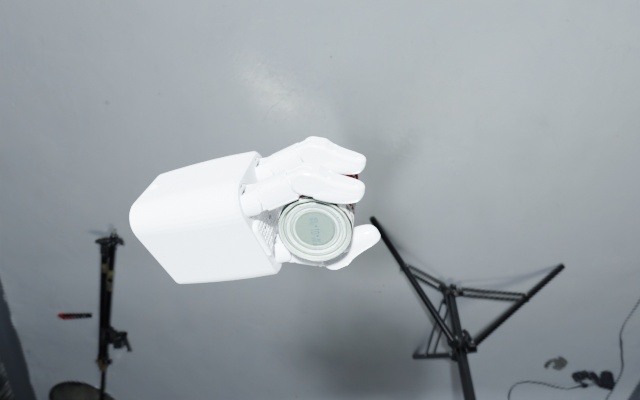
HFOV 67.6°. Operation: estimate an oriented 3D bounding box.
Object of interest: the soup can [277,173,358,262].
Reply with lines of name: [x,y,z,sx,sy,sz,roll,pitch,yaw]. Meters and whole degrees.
soup can: [0.001,0.002,0.454,0.068,0.068,0.102,0,30,7]
